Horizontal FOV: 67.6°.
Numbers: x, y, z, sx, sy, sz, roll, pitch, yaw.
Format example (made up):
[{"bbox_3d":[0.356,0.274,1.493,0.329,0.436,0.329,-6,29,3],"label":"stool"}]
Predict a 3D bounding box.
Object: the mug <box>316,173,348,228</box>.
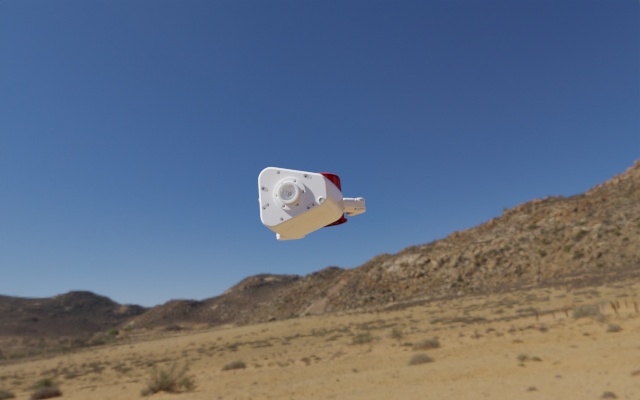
[{"bbox_3d":[0.001,0.003,0.850,0.093,0.081,0.117,-8,-13,12],"label":"mug"}]
